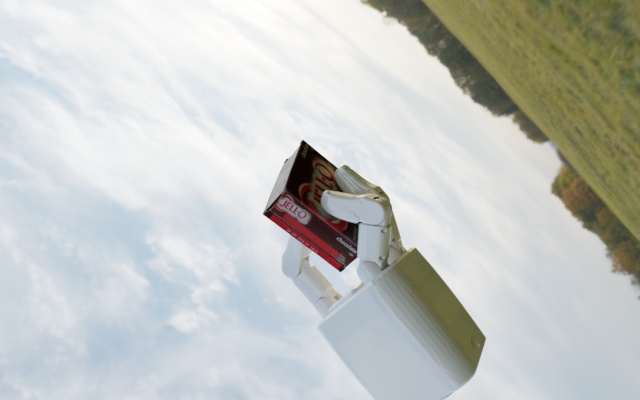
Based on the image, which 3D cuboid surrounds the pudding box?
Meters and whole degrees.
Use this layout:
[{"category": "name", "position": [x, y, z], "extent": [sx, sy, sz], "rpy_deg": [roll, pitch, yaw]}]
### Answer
[{"category": "pudding box", "position": [0.000, 0.002, 0.449], "extent": [0.090, 0.039, 0.113], "rpy_deg": [39, 24, -15]}]
